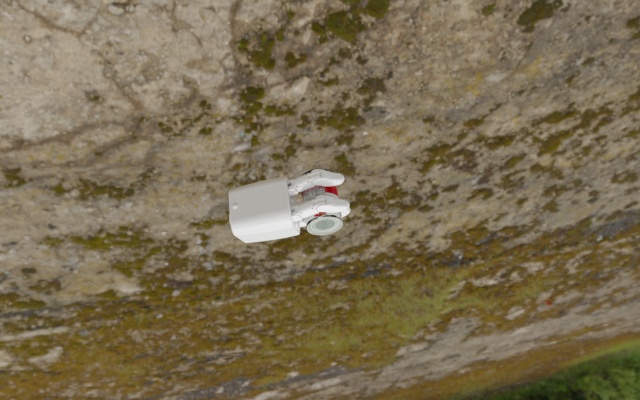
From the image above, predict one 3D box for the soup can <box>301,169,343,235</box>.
[{"bbox_3d":[0.001,0.003,0.861,0.068,0.102,0.068,-7,-32,-4],"label":"soup can"}]
